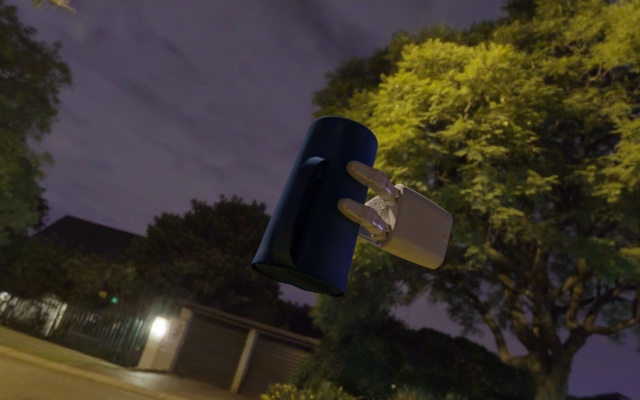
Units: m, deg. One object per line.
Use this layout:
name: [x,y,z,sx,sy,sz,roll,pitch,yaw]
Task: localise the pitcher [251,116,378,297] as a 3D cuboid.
pitcher: [0.000,0.002,0.672,0.145,0.242,0.149,26,-20,-23]
